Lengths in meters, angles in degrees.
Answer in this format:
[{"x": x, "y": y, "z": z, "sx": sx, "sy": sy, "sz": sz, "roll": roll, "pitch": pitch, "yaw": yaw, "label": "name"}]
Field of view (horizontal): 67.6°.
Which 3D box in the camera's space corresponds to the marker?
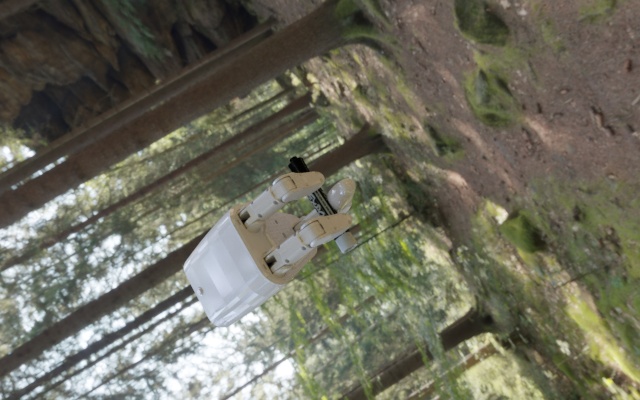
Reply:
[{"x": 0.000, "y": 0.002, "z": 0.515, "sx": 0.020, "sy": 0.121, "sz": 0.020, "roll": -30, "pitch": -17, "yaw": -10, "label": "marker"}]
